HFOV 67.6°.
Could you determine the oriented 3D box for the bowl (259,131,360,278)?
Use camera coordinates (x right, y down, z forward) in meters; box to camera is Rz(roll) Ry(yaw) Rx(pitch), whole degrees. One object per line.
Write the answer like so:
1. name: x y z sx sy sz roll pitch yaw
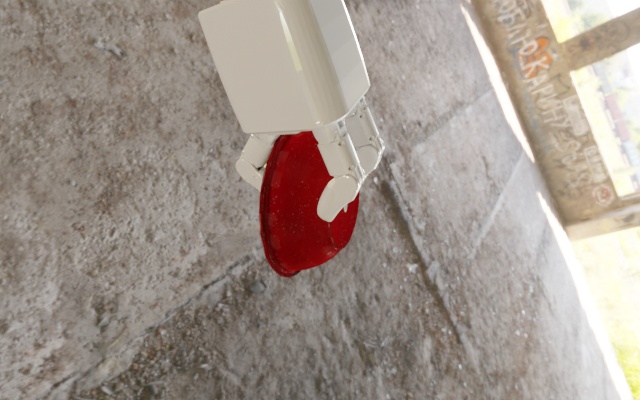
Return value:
1. bowl: 0.001 0.003 0.486 0.055 0.162 0.162 6 2 21
